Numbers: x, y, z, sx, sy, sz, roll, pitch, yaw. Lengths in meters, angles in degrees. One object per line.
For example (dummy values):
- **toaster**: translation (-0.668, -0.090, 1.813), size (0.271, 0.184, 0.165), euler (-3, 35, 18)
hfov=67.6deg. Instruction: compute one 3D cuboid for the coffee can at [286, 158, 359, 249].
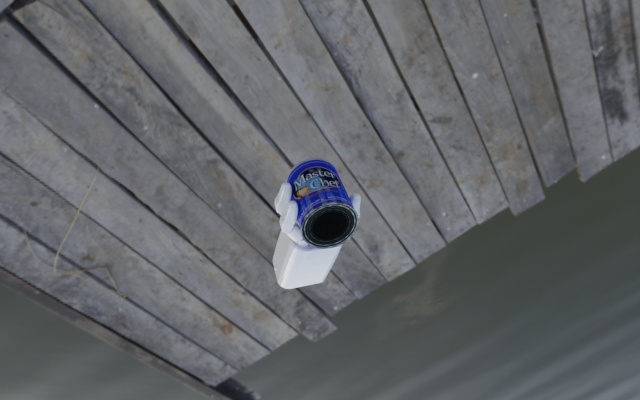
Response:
- **coffee can**: translation (0.000, 0.003, 0.863), size (0.103, 0.103, 0.140), euler (0, 37, -17)
